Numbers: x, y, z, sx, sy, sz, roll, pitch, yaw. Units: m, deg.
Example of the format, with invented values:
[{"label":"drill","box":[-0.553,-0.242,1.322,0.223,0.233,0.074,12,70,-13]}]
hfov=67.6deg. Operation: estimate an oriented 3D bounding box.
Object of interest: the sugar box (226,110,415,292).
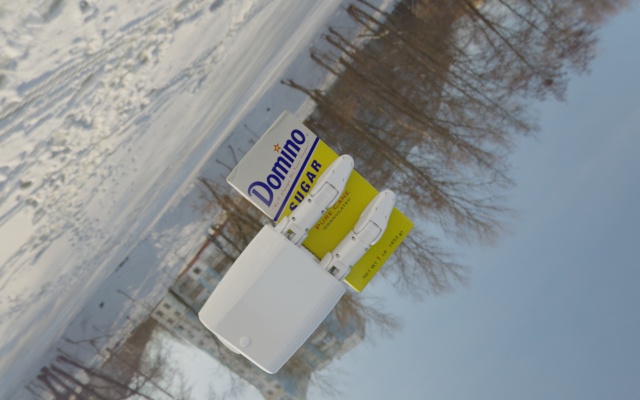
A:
[{"label":"sugar box","box":[0.000,0.002,0.488,0.176,0.093,0.048,41,-7,-11]}]
